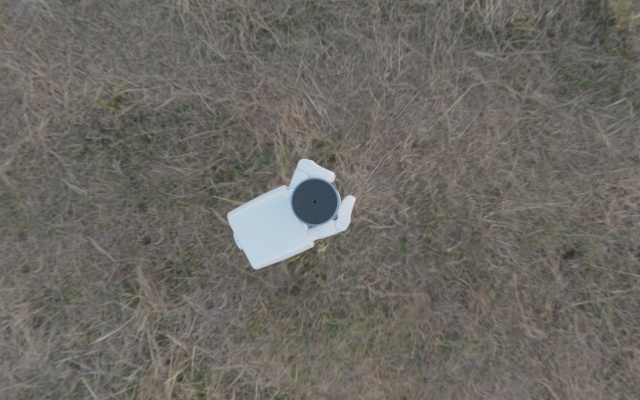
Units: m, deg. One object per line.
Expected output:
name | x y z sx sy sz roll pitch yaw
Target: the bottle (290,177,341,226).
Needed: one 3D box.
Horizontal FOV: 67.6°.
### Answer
bottle | 0.000 0.003 0.792 0.069 0.069 0.296 0 0 3
